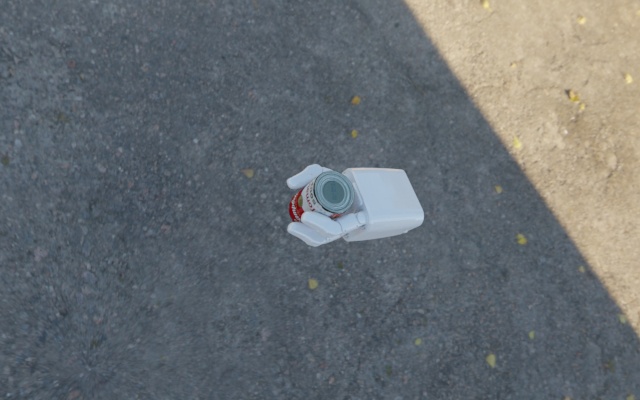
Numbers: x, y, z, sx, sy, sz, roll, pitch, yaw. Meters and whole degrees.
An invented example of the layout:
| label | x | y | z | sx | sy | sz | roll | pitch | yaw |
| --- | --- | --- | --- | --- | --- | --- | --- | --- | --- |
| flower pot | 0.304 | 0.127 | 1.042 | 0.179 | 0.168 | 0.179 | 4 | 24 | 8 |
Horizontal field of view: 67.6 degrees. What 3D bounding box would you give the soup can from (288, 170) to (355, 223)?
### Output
| label | x | y | z | sx | sy | sz | roll | pitch | yaw |
| --- | --- | --- | --- | --- | --- | --- | --- | --- | --- |
| soup can | 0.000 | 0.002 | 0.731 | 0.068 | 0.068 | 0.102 | 0 | -18 | -26 |
